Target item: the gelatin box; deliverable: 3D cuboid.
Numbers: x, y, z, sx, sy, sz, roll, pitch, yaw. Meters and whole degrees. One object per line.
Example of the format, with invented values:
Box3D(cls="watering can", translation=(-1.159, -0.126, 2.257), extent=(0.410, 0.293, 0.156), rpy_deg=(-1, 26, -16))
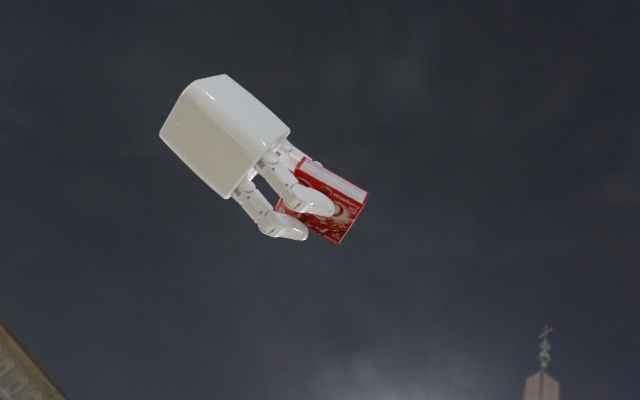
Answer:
Box3D(cls="gelatin box", translation=(0.001, 0.002, 0.559), extent=(0.089, 0.073, 0.030), rpy_deg=(29, 39, 0))
